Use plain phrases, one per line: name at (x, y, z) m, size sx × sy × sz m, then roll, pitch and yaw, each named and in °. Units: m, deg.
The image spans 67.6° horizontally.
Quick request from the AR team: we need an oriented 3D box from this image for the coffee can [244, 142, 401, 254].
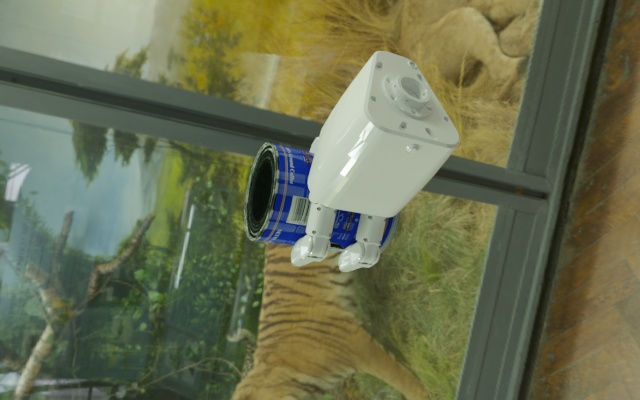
coffee can at (0.000, 0.002, 0.515) m, size 0.140 × 0.103 × 0.103 m, roll 10°, pitch -4°, yaw -23°
